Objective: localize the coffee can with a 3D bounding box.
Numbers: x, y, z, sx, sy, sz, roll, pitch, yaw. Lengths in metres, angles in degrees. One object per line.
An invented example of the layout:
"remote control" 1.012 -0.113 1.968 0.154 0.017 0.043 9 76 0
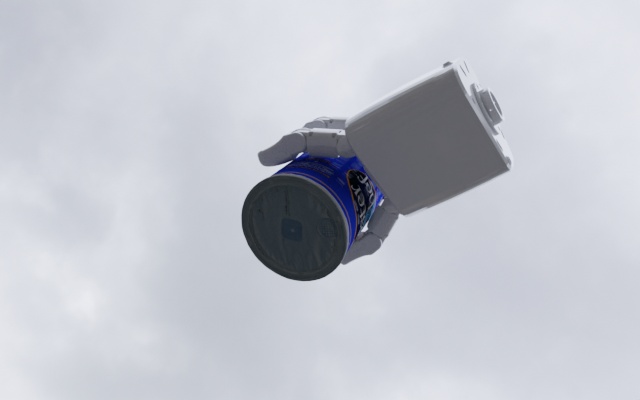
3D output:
"coffee can" 0.000 0.002 0.478 0.103 0.103 0.140 0 21 23
